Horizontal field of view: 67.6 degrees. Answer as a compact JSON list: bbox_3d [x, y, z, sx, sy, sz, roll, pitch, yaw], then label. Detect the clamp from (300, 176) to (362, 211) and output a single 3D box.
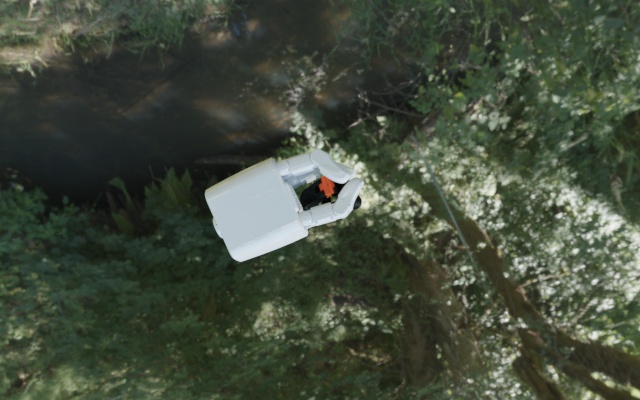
[{"bbox_3d":[0.000,0.003,0.726,0.120,0.039,0.171,-23,-17,3],"label":"clamp"}]
